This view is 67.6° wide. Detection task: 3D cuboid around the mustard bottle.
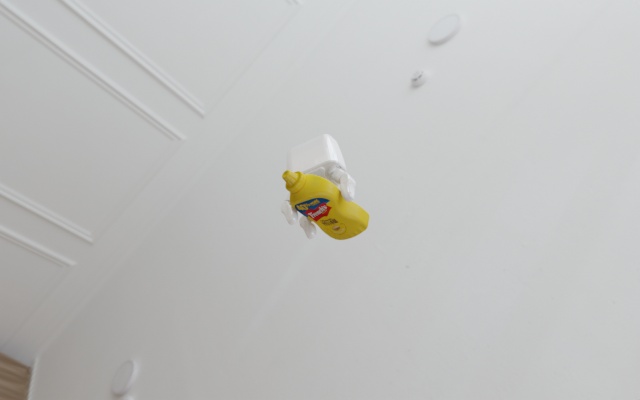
[{"bbox_3d":[0.000,0.003,0.892,0.096,0.058,0.192,-18,-45,40],"label":"mustard bottle"}]
